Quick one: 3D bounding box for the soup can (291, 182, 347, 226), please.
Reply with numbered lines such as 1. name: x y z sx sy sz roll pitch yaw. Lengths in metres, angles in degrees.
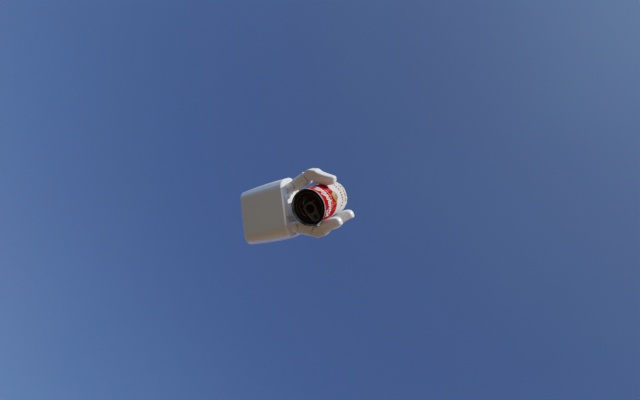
1. soup can: 0.001 0.003 0.885 0.068 0.068 0.102 0 11 27
